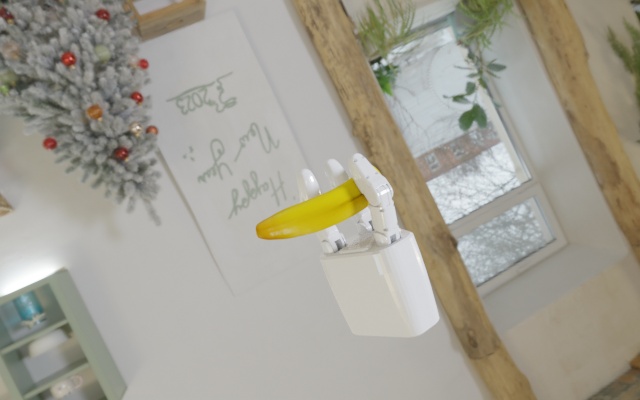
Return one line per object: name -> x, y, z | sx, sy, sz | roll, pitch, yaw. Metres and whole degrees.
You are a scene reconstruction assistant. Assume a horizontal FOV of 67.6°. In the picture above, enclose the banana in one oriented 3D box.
banana -> 0.017, 0.000, 0.521 | 0.069, 0.037, 0.197 | -3, 20, 39
